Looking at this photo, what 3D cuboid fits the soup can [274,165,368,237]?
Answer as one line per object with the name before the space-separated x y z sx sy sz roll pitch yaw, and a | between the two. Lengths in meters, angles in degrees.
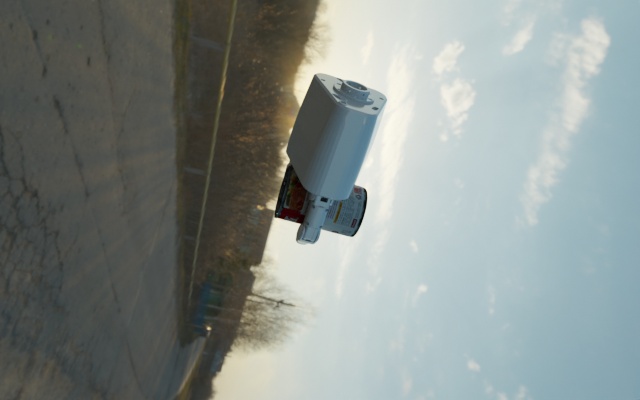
soup can | 0.000 0.003 0.599 0.102 0.068 0.068 15 -3 -10
